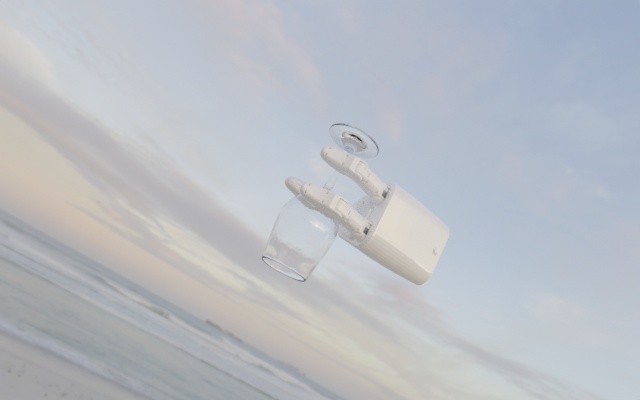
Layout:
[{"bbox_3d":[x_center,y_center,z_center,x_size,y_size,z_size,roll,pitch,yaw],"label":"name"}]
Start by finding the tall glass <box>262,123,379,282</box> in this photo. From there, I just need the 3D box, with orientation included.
[{"bbox_3d":[0.000,0.001,0.614,0.079,0.201,0.079,26,-19,10],"label":"tall glass"}]
